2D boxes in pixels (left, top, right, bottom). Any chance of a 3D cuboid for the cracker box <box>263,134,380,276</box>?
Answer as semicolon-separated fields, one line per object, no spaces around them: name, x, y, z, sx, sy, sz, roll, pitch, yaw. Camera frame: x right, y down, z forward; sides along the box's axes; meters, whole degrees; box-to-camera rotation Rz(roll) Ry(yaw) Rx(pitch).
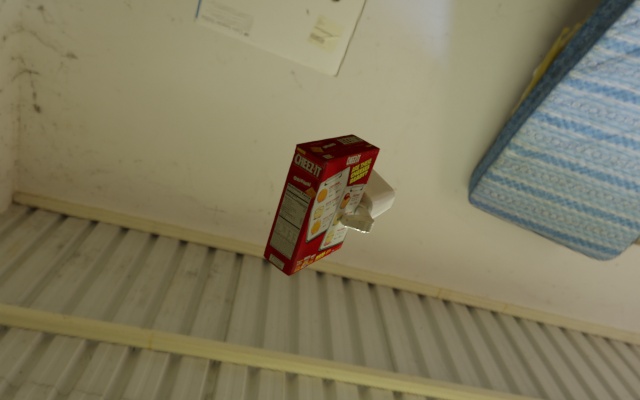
cracker box;0.000;0.003;0.807;0.072;0.214;0.164;32;29;25
